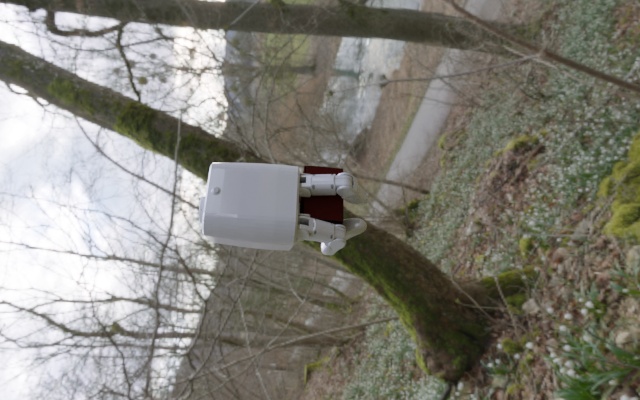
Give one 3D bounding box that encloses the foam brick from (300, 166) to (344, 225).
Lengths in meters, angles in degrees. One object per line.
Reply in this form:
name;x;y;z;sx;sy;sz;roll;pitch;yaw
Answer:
foam brick;0.000;0.002;0.606;0.051;0.078;0.053;5;-29;-6
